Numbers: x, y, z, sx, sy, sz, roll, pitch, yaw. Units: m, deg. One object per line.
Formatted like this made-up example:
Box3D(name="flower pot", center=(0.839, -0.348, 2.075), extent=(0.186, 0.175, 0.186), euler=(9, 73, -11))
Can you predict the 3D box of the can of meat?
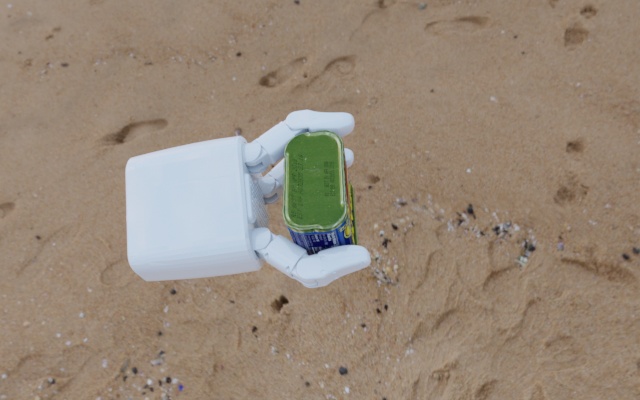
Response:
Box3D(name="can of meat", center=(0.000, 0.001, 0.423), extent=(0.057, 0.102, 0.084), euler=(-6, -31, 6))
